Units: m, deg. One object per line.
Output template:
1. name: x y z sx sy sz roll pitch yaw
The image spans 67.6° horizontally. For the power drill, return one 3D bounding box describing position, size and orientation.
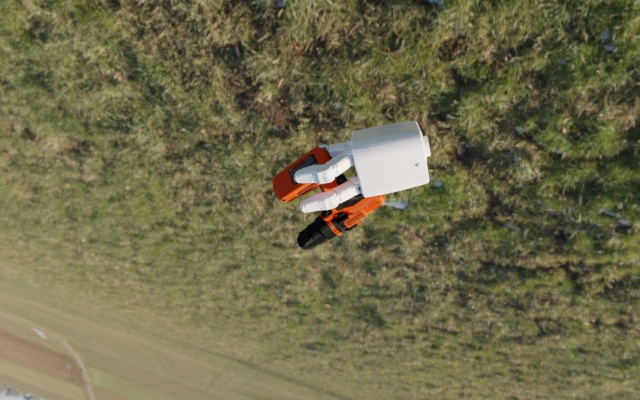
1. power drill: 0.000 0.002 0.818 0.184 0.057 0.188 -36 -38 11
